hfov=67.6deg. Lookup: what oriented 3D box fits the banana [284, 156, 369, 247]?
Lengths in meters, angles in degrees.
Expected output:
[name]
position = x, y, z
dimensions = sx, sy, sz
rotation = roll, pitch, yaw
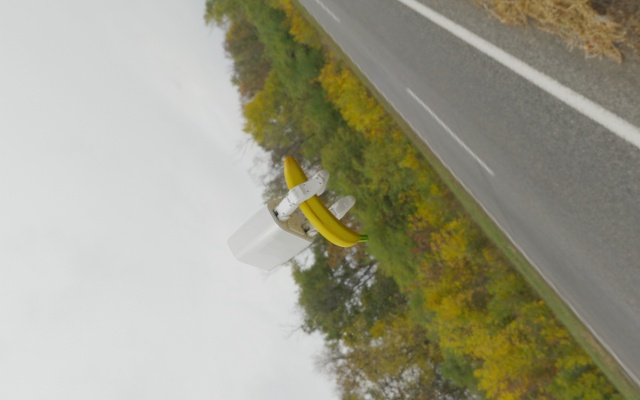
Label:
[banana]
position = -0.004, 0.011, 0.792
dimensions = 0.037, 0.198, 0.069
rotation = -42, 1, 26
